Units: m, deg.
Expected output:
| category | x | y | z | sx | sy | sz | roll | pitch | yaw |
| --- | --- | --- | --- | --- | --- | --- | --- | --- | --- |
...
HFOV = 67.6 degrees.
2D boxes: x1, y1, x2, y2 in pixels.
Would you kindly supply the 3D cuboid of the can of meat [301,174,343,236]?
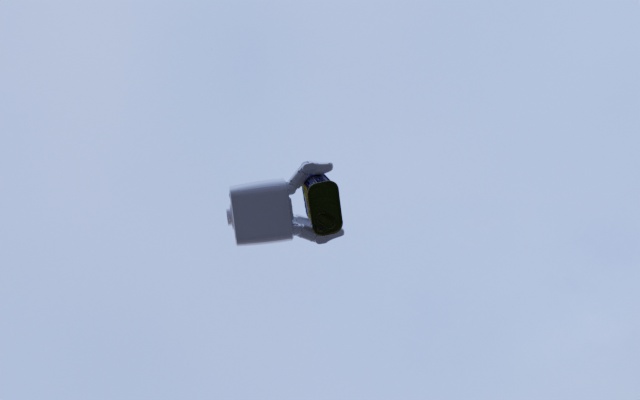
| category | x | y | z | sx | sy | sz | roll | pitch | yaw |
| --- | --- | --- | --- | --- | --- | --- | --- | --- | --- |
| can of meat | 0.000 | 0.003 | 0.887 | 0.057 | 0.102 | 0.084 | -12 | 19 | -10 |
